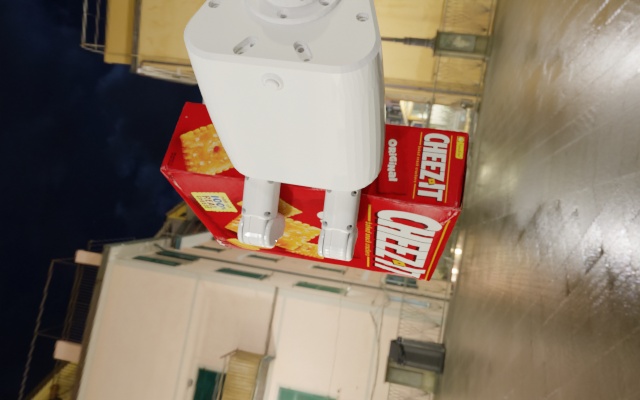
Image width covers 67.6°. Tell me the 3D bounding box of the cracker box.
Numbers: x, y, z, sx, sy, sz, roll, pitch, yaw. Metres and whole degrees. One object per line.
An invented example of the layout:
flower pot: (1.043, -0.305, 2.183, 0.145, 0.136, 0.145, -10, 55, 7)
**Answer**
cracker box: (0.000, 0.001, 0.407, 0.213, 0.072, 0.164, 9, -24, 9)
